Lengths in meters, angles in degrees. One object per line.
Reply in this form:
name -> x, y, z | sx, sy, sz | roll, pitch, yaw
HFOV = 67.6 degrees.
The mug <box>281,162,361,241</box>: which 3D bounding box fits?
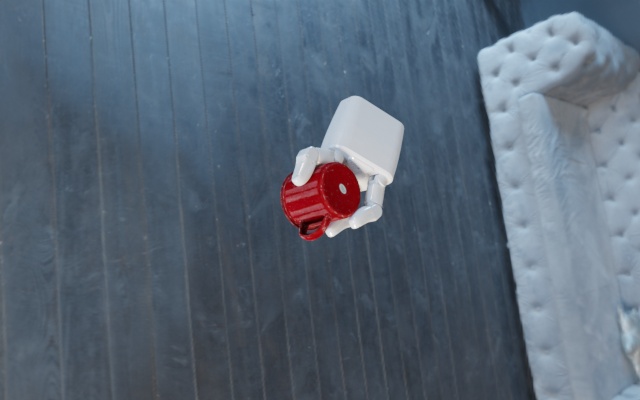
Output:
mug -> 0.000, 0.003, 0.682 | 0.093, 0.117, 0.081 | 35, -33, -31
